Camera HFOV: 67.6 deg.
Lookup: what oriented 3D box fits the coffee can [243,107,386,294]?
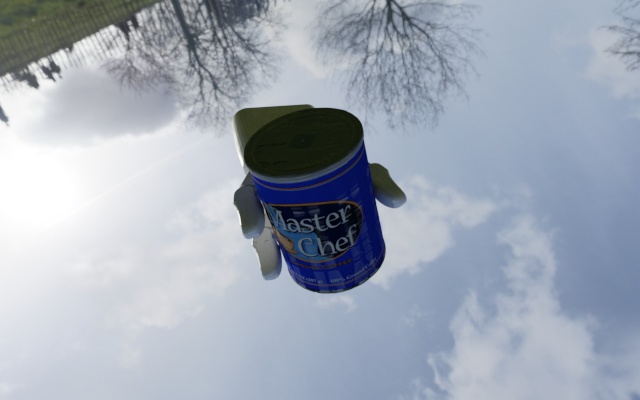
[{"bbox_3d":[0.000,0.001,0.439,0.103,0.140,0.102,-10,39,8],"label":"coffee can"}]
